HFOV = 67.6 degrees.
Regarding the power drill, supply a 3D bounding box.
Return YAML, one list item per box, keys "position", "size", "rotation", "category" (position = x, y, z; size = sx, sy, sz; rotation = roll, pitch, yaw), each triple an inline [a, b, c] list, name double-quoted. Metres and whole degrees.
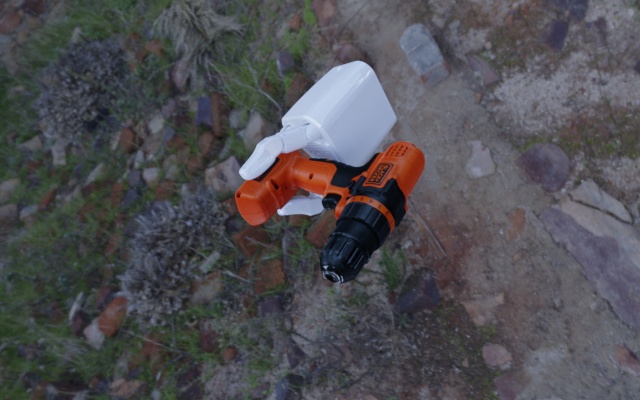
- position: [0.000, 0.001, 0.517]
  size: [0.187, 0.057, 0.184]
  rotation: [9, 45, 35]
  category: "power drill"
